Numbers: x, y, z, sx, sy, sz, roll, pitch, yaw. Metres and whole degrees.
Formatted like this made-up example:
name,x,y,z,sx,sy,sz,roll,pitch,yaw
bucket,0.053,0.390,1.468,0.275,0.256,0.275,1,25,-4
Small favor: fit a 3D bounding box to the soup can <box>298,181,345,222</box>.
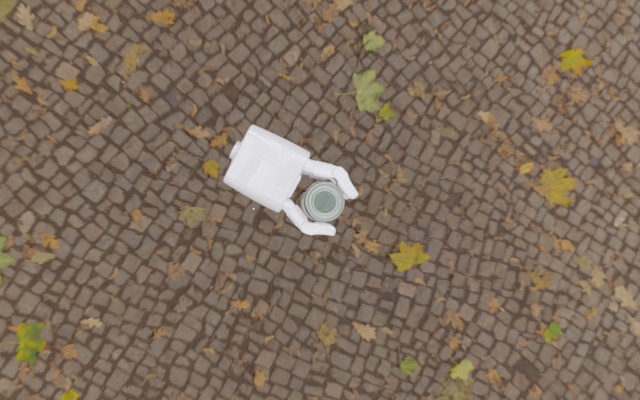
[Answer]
name,x,y,z,sx,sy,sz,roll,pitch,yaw
soup can,0.001,0.003,0.813,0.068,0.068,0.102,0,-1,-8
